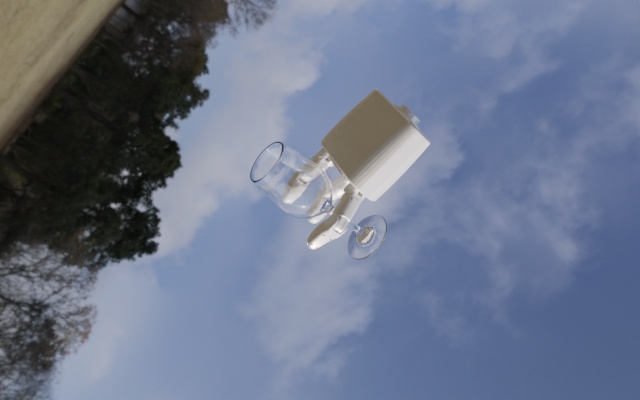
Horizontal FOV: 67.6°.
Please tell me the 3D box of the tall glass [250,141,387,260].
[{"bbox_3d":[0.000,0.003,0.649,0.201,0.079,0.079,36,-21,-31],"label":"tall glass"}]
